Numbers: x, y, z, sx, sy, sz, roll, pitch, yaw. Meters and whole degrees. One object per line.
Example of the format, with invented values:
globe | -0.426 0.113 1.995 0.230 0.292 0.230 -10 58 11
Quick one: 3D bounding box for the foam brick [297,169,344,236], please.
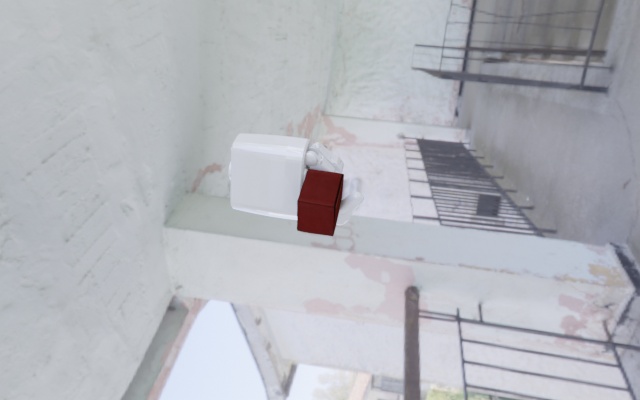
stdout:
foam brick | 0.000 0.002 0.646 0.051 0.053 0.078 8 38 6
